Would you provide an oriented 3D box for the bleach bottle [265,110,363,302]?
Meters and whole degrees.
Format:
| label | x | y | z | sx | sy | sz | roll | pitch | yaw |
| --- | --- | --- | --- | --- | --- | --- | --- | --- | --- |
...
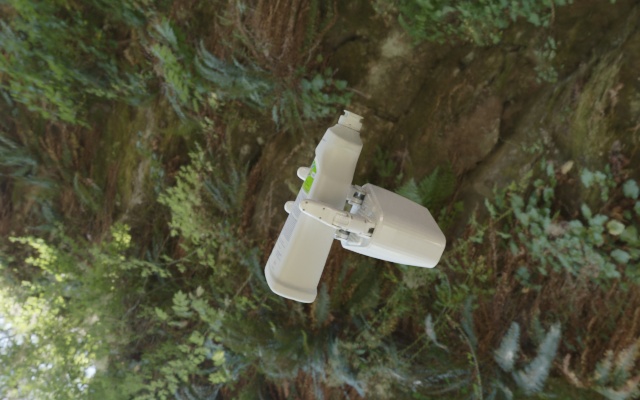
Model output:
| label | x | y | z | sx | sy | sz | roll | pitch | yaw |
| --- | --- | --- | --- | --- | --- | --- | --- | --- | --- |
| bleach bottle | 0.000 | 0.002 | 0.643 | 0.068 | 0.251 | 0.102 | 19 | 8 | -18 |
